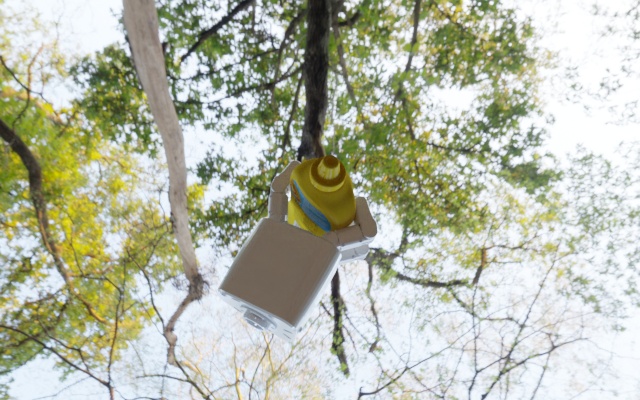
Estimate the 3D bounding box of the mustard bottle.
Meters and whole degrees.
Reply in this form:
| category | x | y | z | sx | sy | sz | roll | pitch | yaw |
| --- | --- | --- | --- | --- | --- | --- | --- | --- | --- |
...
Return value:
| category | x | y | z | sx | sy | sz | roll | pitch | yaw |
| --- | --- | --- | --- | --- | --- | --- | --- | --- | --- |
| mustard bottle | 0.000 | 0.002 | 0.597 | 0.058 | 0.096 | 0.192 | -32 | -19 | -20 |
